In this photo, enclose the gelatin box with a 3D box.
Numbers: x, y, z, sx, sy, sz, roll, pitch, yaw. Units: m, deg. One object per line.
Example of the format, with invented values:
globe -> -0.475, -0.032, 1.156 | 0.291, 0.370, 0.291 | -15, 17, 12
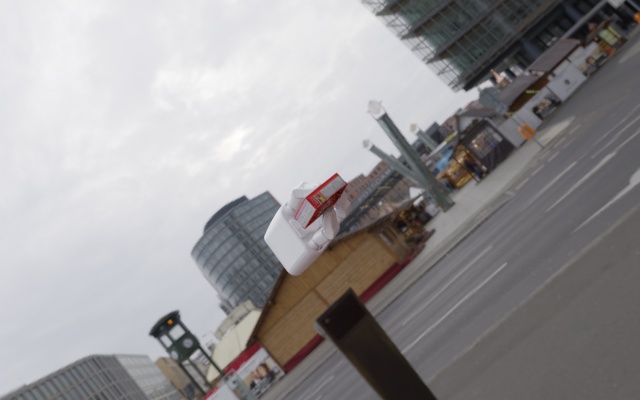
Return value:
gelatin box -> 0.000, 0.002, 0.780 | 0.073, 0.030, 0.089 | -39, -10, -27
